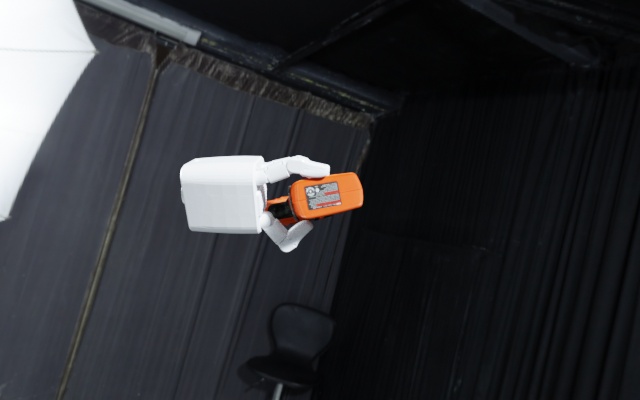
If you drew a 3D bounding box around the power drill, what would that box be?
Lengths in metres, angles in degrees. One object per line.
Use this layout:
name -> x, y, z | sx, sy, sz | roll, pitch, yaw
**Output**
power drill -> 0.000, 0.002, 0.763 | 0.184, 0.057, 0.188 | -12, -5, -18
